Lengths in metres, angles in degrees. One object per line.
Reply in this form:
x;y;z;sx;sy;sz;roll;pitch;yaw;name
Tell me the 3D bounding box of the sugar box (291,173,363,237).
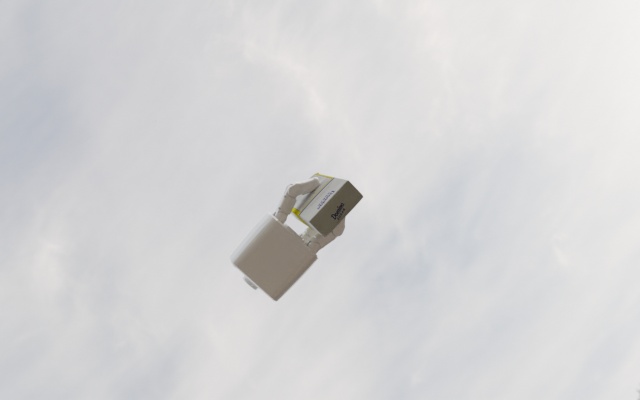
0.000;0.003;0.823;0.048;0.093;0.176;46;-6;-20;sugar box
